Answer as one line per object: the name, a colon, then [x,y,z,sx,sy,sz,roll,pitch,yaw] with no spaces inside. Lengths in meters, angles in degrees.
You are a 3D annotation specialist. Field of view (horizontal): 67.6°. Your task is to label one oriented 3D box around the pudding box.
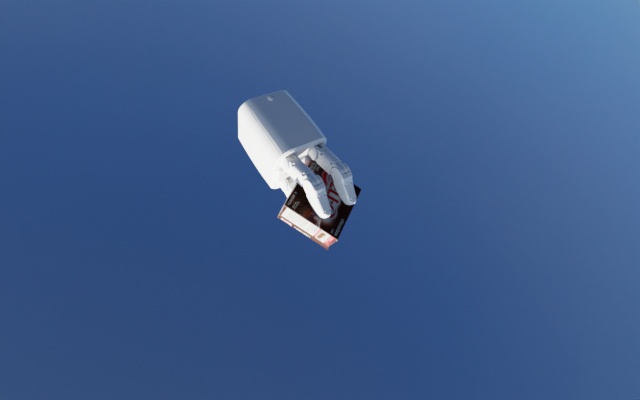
pudding box: [0.000,0.002,0.700,0.090,0.113,0.039,33,-39,-5]
